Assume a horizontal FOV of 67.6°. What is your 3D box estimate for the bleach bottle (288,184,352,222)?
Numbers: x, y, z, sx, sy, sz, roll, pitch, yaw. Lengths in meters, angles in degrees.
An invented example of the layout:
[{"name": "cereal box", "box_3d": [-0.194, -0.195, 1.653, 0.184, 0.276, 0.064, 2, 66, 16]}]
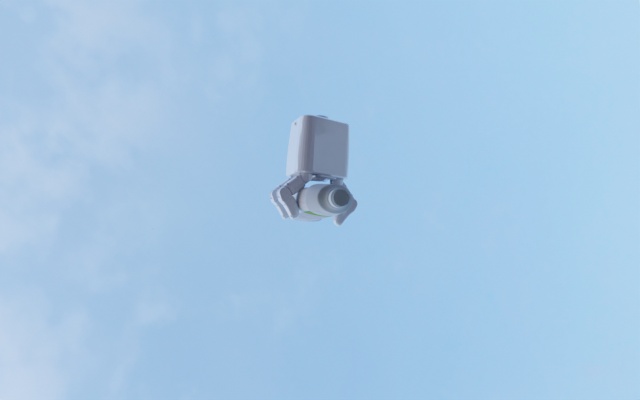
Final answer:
[{"name": "bleach bottle", "box_3d": [0.000, 0.003, 0.879, 0.102, 0.068, 0.251, 5, -5, -19]}]
